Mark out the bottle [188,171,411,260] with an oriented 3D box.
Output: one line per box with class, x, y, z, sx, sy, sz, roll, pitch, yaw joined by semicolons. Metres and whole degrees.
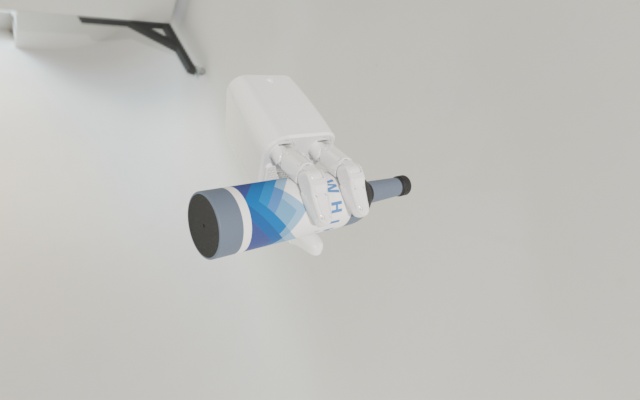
bottle;0.000;0.002;0.545;0.295;0.069;0.069;-11;7;-39
